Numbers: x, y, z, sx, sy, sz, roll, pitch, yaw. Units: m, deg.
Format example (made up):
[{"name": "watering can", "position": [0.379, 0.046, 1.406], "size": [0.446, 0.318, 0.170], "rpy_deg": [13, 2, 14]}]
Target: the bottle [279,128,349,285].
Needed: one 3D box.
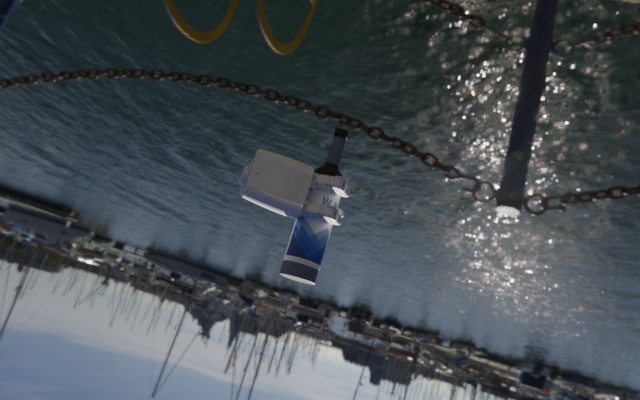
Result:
[{"name": "bottle", "position": [0.000, 0.003, 0.878], "size": [0.069, 0.295, 0.069], "rpy_deg": [16, -15, 4]}]
